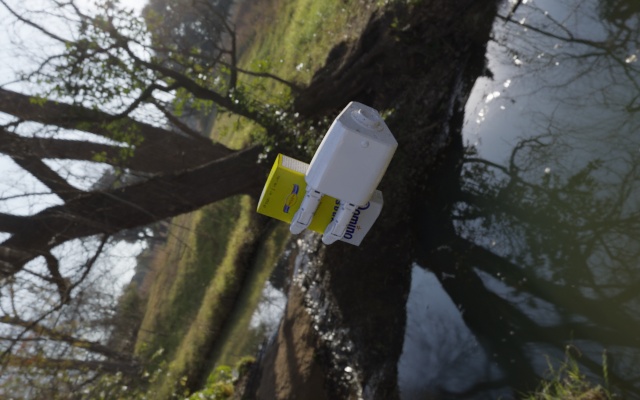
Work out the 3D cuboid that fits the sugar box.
[{"bbox_3d":[0.000,0.003,0.741,0.176,0.093,0.048,20,34,-12],"label":"sugar box"}]
